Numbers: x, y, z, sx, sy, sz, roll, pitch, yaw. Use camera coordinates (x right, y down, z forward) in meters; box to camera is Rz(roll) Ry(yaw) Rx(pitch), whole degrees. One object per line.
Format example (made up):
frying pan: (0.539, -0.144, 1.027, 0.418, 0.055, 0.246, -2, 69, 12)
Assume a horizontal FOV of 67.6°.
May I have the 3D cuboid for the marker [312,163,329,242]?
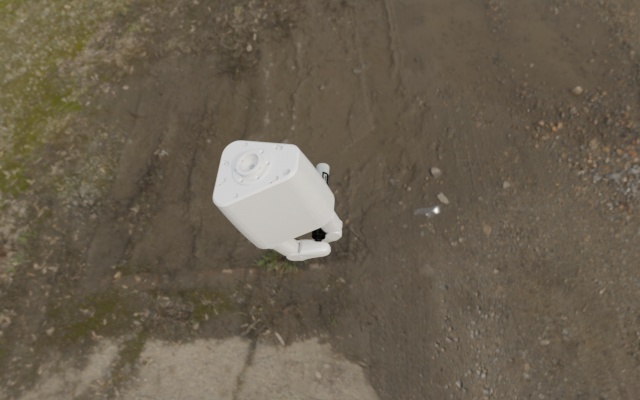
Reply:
marker: (0.000, 0.002, 0.660, 0.020, 0.121, 0.020, 3, -31, 2)
